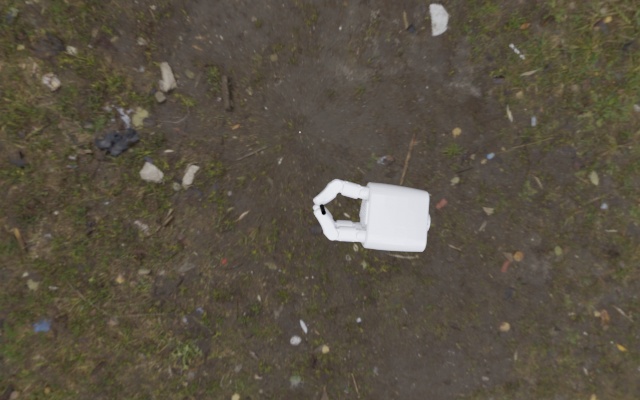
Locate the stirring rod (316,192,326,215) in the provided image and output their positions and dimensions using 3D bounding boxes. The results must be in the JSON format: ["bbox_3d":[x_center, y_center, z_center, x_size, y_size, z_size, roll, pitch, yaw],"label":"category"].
[{"bbox_3d":[0.000,0.003,0.880,0.011,0.011,0.239,0,8,-2],"label":"stirring rod"}]
